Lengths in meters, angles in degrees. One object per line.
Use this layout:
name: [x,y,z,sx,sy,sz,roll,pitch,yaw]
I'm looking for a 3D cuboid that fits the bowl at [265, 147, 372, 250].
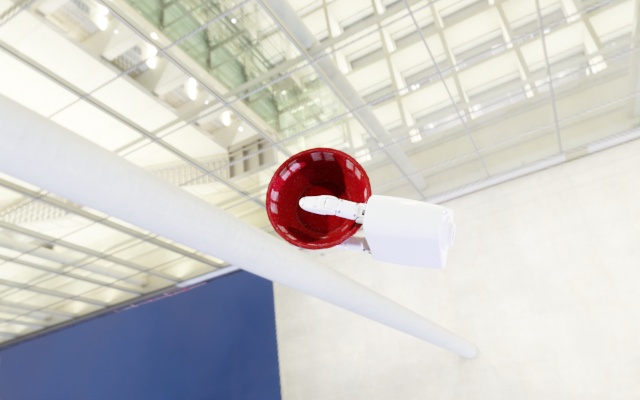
bowl: [-0.001,0.002,0.733,0.162,0.162,0.055,0,-18,11]
